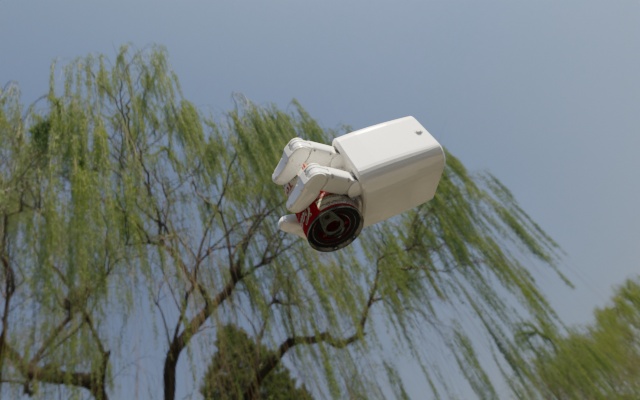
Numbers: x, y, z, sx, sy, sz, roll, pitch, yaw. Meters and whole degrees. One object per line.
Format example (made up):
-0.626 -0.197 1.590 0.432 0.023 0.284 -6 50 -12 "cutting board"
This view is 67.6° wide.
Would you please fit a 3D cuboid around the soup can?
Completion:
0.000 0.002 0.568 0.068 0.068 0.102 0 38 -26 "soup can"
